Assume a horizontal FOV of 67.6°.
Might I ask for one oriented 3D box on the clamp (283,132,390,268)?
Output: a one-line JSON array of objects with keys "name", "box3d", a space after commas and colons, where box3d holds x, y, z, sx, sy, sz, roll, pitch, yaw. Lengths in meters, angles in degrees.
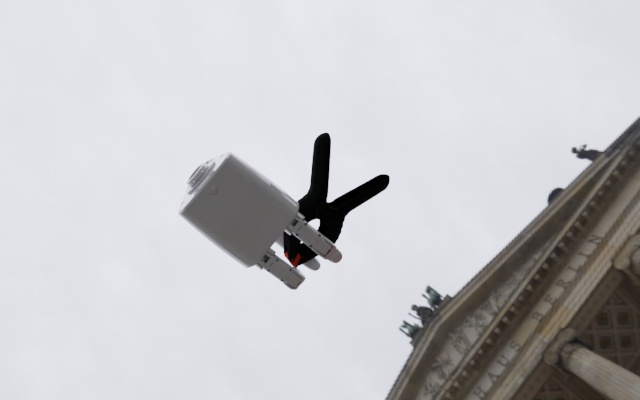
[{"name": "clamp", "box3d": [0.000, 0.002, 0.607, 0.120, 0.171, 0.039, 41, -3, -22]}]
